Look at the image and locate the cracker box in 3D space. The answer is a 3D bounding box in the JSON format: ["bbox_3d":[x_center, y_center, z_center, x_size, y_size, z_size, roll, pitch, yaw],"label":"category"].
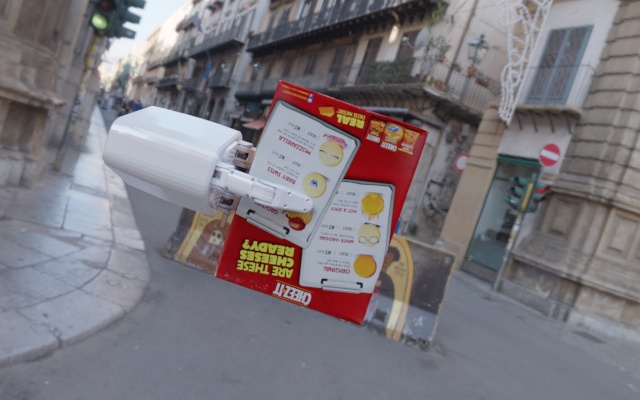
[{"bbox_3d":[0.000,0.002,0.517,0.164,0.214,0.072,19,3,-1],"label":"cracker box"}]
